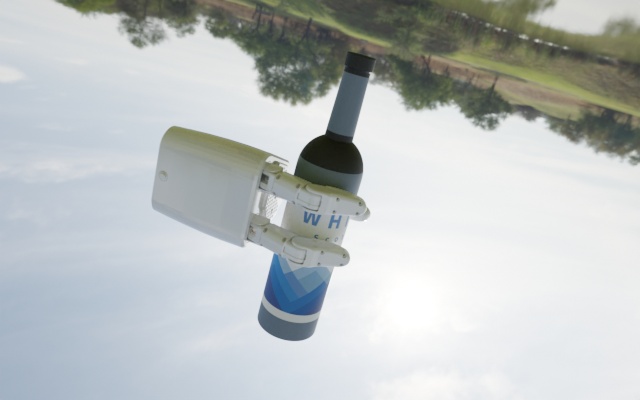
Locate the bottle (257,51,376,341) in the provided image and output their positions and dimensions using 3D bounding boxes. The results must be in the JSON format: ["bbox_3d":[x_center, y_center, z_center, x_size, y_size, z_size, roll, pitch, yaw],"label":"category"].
[{"bbox_3d":[0.000,0.002,0.482,0.069,0.296,0.069,14,19,-5],"label":"bottle"}]
